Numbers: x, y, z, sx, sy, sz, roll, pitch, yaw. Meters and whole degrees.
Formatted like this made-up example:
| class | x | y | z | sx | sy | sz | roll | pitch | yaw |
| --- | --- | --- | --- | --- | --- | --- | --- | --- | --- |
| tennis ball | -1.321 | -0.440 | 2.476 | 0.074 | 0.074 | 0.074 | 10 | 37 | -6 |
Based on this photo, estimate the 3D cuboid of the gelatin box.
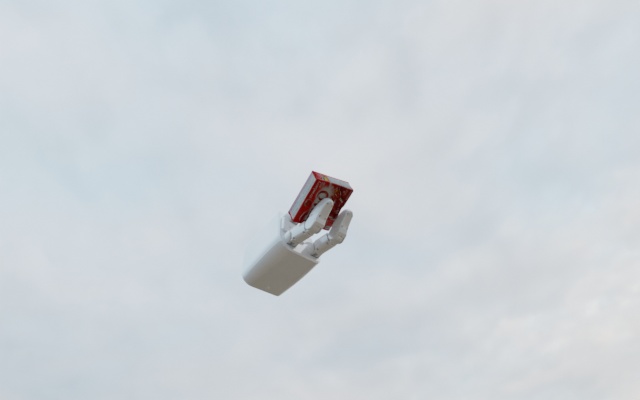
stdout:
| class | x | y | z | sx | sy | sz | roll | pitch | yaw |
| --- | --- | --- | --- | --- | --- | --- | --- | --- | --- |
| gelatin box | 0.000 | 0.002 | 0.778 | 0.073 | 0.089 | 0.030 | 17 | 27 | -30 |
